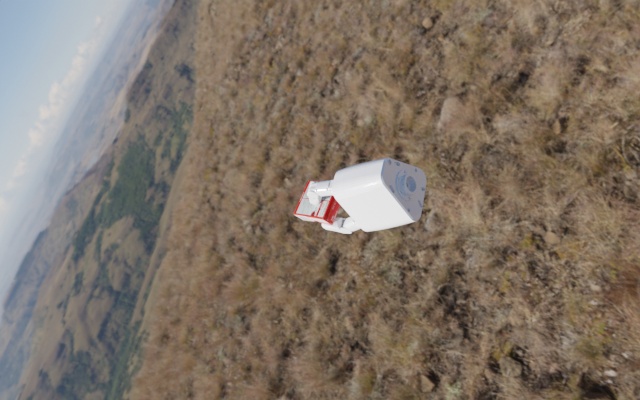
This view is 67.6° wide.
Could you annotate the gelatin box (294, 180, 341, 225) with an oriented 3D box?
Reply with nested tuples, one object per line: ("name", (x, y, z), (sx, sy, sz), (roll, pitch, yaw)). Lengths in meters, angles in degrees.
("gelatin box", (0.000, 0.003, 0.874), (0.030, 0.073, 0.089), (34, -17, -37))
